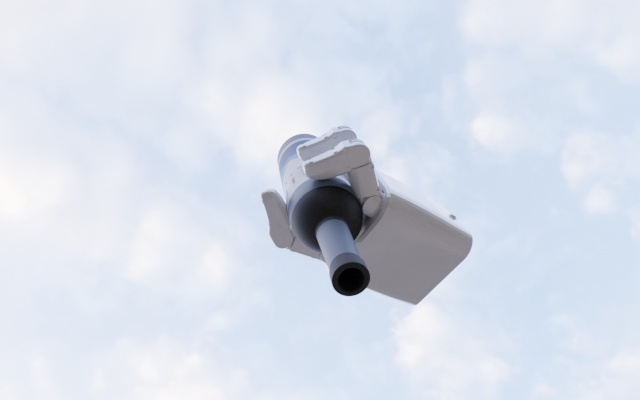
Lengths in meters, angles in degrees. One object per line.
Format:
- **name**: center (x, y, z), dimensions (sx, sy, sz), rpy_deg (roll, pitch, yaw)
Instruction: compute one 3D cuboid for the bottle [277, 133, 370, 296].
- **bottle**: center (0.000, 0.001, 0.464), dimensions (0.069, 0.069, 0.295), rpy_deg (0, 21, -9)
